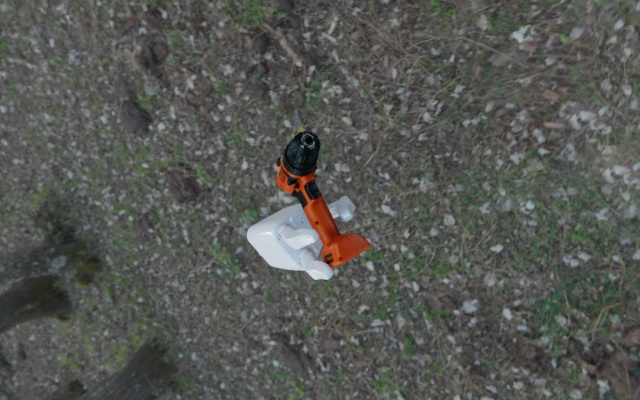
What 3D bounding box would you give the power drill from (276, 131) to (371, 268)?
[{"bbox_3d":[0.000,0.003,0.700,0.057,0.187,0.184,-26,-8,-15],"label":"power drill"}]
